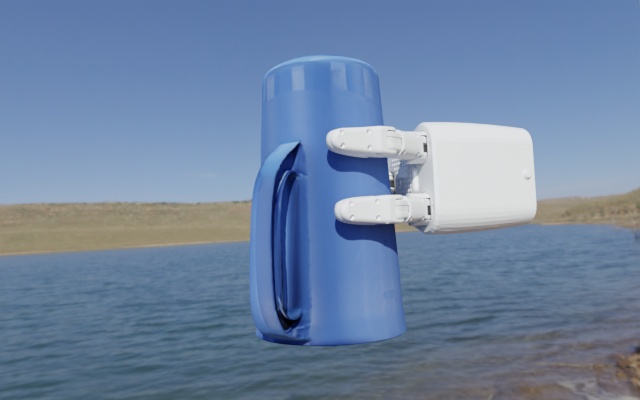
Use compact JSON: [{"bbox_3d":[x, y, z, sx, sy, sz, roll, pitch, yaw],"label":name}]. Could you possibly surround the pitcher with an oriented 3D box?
[{"bbox_3d":[0.000,0.001,0.424,0.145,0.243,0.149,-2,-4,-15],"label":"pitcher"}]
